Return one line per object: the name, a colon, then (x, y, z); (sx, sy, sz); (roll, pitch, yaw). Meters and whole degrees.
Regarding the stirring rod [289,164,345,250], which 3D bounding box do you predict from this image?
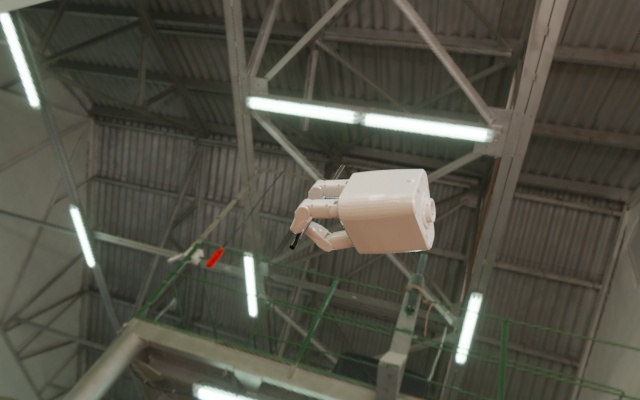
stirring rod: (0.000, 0.003, 0.770); (0.011, 0.011, 0.239); (0, 32, 24)
